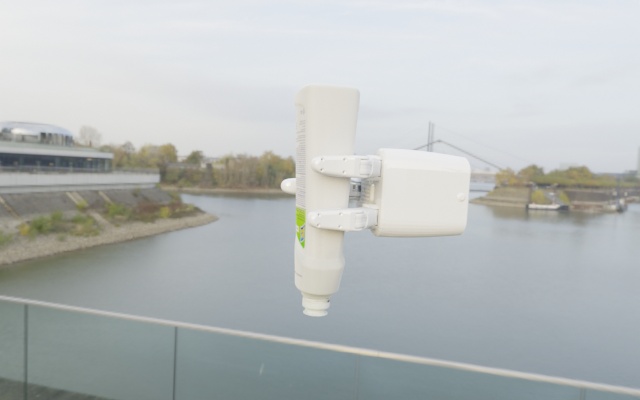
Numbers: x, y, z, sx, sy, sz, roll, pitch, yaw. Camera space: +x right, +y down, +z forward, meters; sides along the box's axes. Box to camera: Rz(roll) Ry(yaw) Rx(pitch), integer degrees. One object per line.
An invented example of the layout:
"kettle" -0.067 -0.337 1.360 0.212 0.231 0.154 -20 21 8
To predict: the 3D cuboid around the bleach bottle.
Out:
"bleach bottle" 0.000 0.002 0.541 0.068 0.251 0.102 3 4 -10
